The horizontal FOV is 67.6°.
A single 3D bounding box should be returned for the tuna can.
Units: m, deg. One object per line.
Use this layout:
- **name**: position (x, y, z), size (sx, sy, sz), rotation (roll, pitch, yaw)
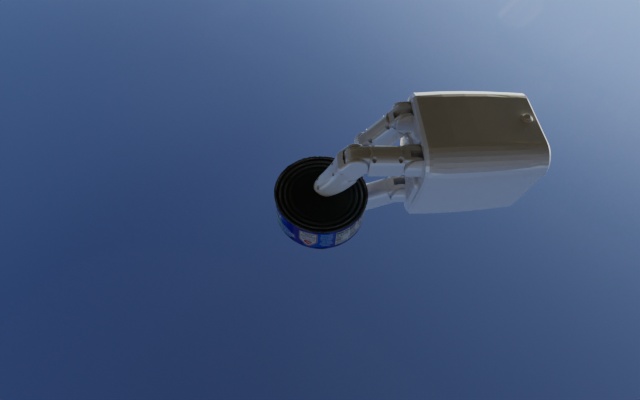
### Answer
- **tuna can**: position (0.000, 0.002, 0.447), size (0.086, 0.086, 0.034), rotation (0, -35, -3)
